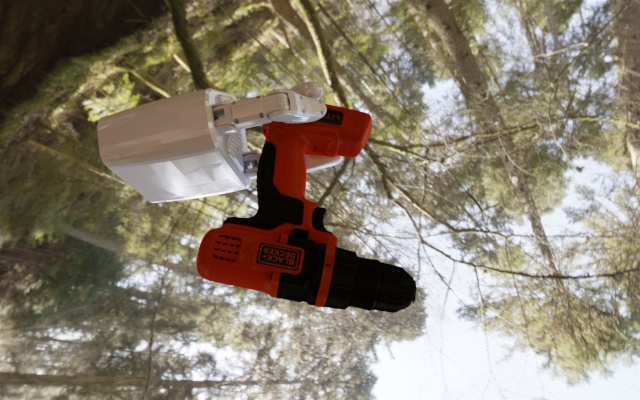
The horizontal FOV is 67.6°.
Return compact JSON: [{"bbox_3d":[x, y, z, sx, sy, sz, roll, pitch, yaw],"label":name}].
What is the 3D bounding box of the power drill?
[{"bbox_3d":[0.000,0.001,0.430,0.184,0.187,0.057,12,-30,-3],"label":"power drill"}]
